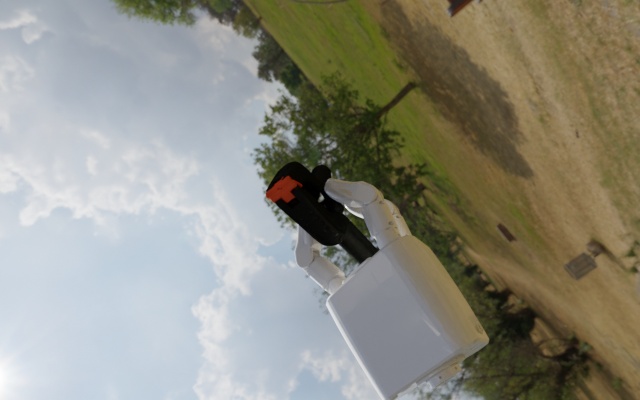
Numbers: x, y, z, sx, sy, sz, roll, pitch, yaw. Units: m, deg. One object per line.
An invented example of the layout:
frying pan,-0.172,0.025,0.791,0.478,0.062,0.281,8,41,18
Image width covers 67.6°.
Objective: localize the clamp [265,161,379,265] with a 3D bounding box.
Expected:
clamp,-0.001,0.002,0.505,0.036,0.164,0.210,-37,-28,12
